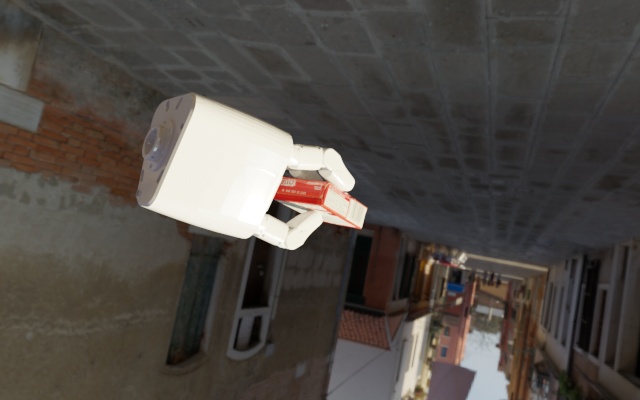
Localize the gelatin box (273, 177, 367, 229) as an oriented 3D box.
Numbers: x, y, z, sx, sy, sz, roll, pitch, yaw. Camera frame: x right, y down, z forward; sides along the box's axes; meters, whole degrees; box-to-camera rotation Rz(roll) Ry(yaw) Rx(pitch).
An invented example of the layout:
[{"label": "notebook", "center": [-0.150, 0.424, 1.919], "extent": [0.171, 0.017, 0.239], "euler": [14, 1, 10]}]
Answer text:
[{"label": "gelatin box", "center": [0.000, 0.002, 0.549], "extent": [0.073, 0.030, 0.089], "euler": [9, -14, 38]}]
